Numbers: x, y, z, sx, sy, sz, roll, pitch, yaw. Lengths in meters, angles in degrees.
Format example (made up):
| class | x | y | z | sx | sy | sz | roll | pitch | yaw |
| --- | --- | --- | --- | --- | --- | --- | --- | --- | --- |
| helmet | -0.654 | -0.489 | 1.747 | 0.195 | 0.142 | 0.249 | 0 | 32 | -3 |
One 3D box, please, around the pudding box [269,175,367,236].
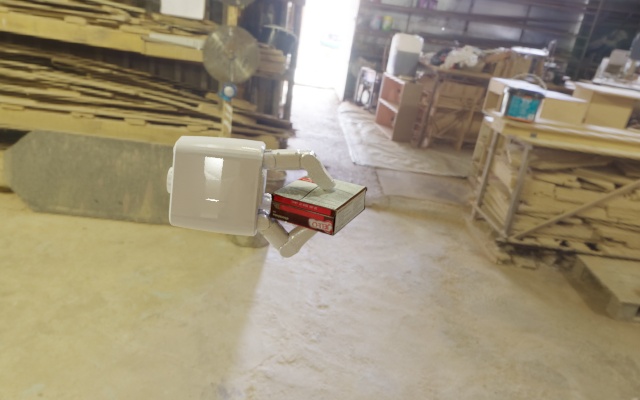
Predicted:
| class | x | y | z | sx | sy | sz | roll | pitch | yaw |
| --- | --- | --- | --- | --- | --- | --- | --- | --- | --- |
| pudding box | 0.000 | 0.002 | 0.619 | 0.090 | 0.039 | 0.113 | 16 | 24 | 21 |
